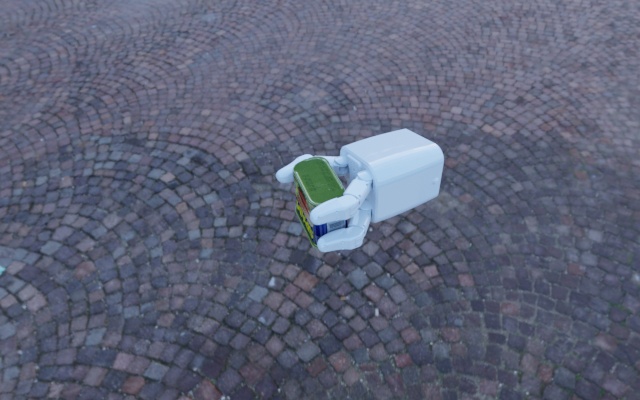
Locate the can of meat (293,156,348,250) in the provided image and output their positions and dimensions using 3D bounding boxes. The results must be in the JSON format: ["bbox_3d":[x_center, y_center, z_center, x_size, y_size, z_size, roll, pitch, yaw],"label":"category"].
[{"bbox_3d":[0.000,0.002,0.652,0.057,0.084,0.102,-17,46,-13],"label":"can of meat"}]
